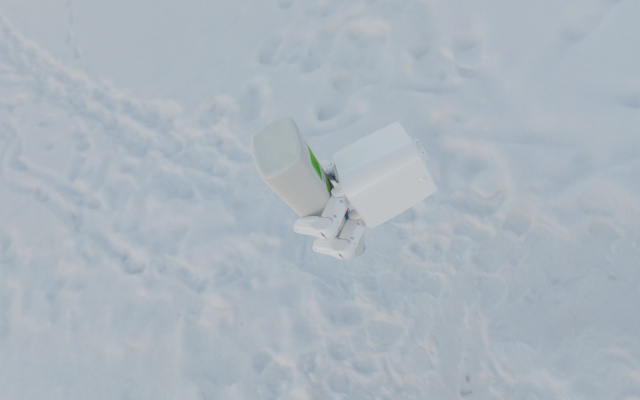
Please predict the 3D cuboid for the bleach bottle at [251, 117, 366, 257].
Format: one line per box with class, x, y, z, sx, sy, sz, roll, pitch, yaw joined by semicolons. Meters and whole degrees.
bleach bottle;0.000;0.002;0.673;0.068;0.102;0.251;-29;-44;10
